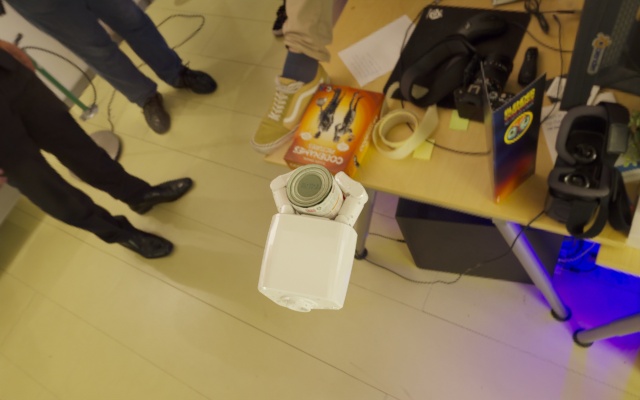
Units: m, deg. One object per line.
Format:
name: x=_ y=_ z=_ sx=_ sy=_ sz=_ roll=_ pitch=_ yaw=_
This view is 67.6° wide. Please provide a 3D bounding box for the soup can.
soup can: x=0.000 y=0.002 z=0.673 sx=0.068 sy=0.068 sz=0.102 roll=0 pitch=-27 yaw=21
